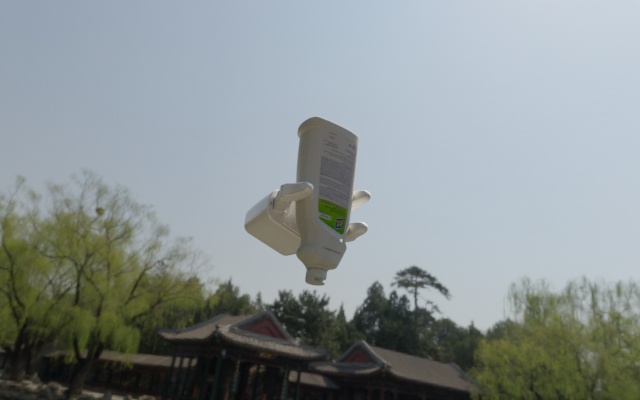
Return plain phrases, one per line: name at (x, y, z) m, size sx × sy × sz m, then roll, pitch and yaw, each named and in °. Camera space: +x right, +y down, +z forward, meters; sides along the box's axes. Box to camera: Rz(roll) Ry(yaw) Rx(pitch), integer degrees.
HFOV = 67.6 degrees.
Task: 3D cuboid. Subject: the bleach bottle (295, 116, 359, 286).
bleach bottle at (0.000, 0.002, 0.732) m, size 0.102 × 0.250 × 0.068 m, roll 20°, pitch -26°, yaw -27°
